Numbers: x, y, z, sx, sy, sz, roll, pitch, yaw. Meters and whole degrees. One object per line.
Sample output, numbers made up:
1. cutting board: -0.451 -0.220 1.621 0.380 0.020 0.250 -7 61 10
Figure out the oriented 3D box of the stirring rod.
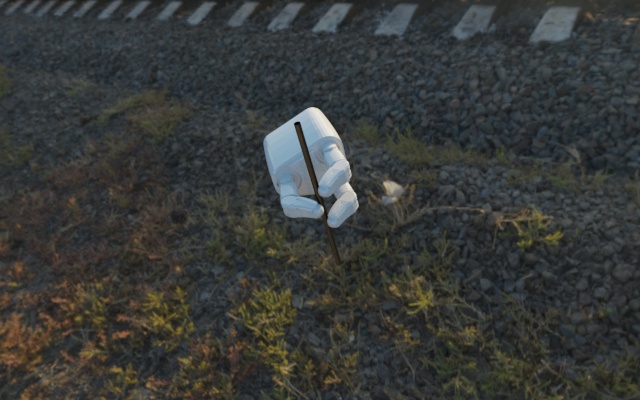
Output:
1. stirring rod: 0.000 0.002 0.618 0.011 0.240 0.011 -10 39 8
